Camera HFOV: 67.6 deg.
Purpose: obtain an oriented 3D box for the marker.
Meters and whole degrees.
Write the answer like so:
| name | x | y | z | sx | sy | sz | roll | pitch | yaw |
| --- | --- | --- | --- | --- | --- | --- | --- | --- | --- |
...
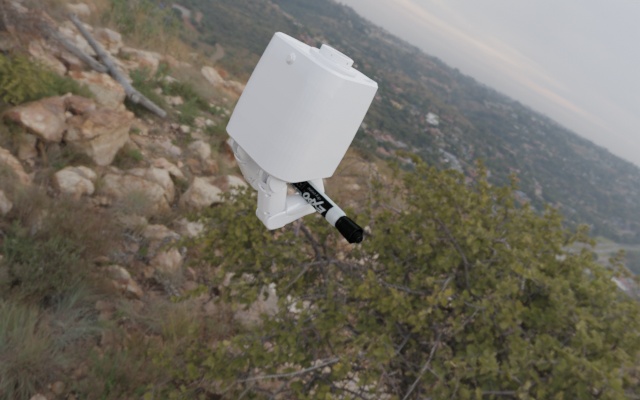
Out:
| name | x | y | z | sx | sy | sz | roll | pitch | yaw |
| --- | --- | --- | --- | --- | --- | --- | --- | --- | --- |
| marker | 0.000 | 0.002 | 0.475 | 0.020 | 0.020 | 0.121 | 0 | 35 | -48 |
